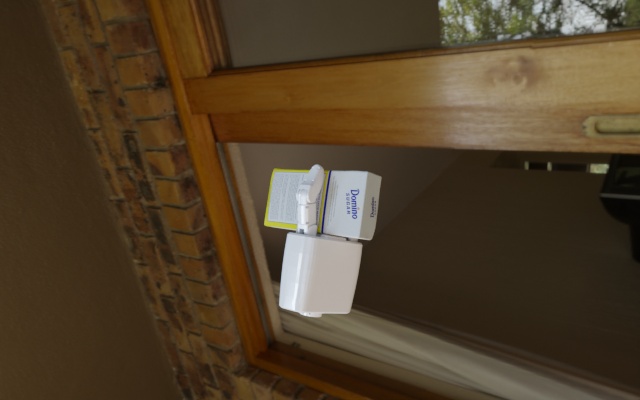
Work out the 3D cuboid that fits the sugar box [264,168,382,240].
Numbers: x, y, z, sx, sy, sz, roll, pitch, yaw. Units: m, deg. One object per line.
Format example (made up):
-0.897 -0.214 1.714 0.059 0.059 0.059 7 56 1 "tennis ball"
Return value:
0.000 0.003 0.703 0.176 0.093 0.048 6 -4 35 "sugar box"
